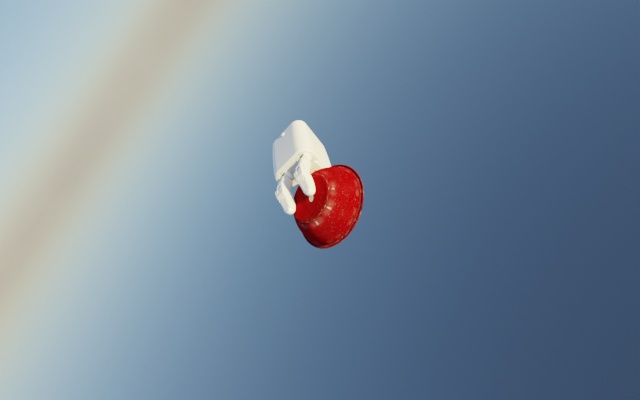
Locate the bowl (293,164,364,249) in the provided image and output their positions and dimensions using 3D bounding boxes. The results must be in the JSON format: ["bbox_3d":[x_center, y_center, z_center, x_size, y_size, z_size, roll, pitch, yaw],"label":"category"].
[{"bbox_3d":[0.000,0.003,0.861,0.055,0.162,0.162,22,-15,-41],"label":"bowl"}]
